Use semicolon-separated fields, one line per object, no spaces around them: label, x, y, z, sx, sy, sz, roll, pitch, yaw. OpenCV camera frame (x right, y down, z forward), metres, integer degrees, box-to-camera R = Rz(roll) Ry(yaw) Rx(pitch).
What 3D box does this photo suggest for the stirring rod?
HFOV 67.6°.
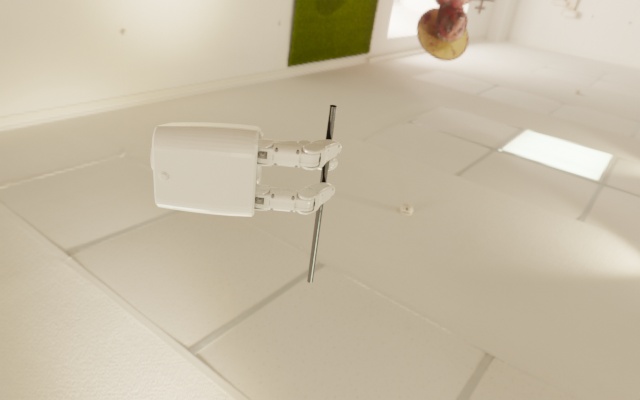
stirring rod;0.000;0.002;0.579;0.011;0.240;0.011;6;28;-3
